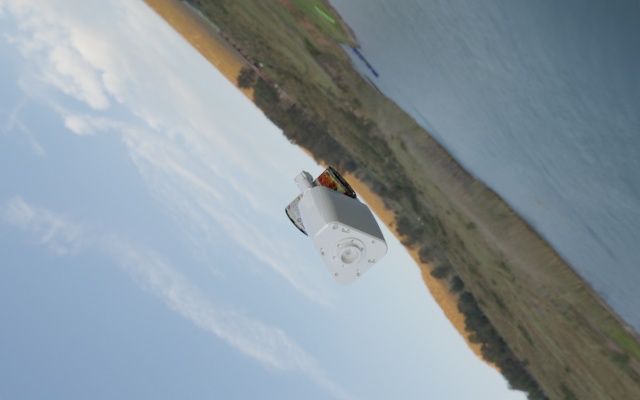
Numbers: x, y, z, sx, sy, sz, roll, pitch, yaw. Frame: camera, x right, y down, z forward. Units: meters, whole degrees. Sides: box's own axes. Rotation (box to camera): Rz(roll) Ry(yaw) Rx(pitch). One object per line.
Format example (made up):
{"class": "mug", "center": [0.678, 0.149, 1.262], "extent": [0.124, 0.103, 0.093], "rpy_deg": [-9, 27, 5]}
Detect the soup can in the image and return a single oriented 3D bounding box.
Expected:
{"class": "soup can", "center": [0.000, 0.002, 0.783], "extent": [0.102, 0.068, 0.068], "rpy_deg": [-43, -10, 11]}
